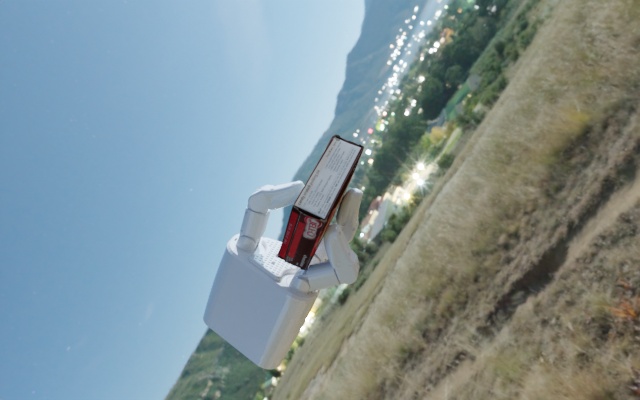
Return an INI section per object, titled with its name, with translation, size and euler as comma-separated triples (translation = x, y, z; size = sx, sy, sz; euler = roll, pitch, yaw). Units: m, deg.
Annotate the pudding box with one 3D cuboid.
[pudding box]
translation = 0.000, 0.002, 0.485
size = 0.039, 0.113, 0.090
euler = 24, -40, 2
